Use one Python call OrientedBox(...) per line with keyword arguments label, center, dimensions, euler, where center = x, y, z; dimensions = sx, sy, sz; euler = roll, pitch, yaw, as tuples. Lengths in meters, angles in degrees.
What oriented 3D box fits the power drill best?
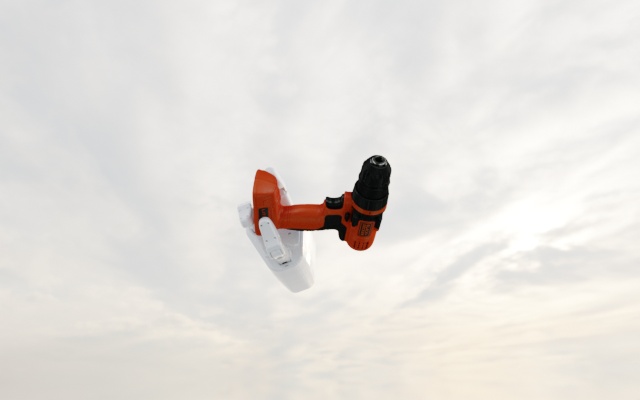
OrientedBox(label="power drill", center=(0.000, 0.002, 0.675), dimensions=(0.187, 0.057, 0.185), euler=(6, -42, -1))
